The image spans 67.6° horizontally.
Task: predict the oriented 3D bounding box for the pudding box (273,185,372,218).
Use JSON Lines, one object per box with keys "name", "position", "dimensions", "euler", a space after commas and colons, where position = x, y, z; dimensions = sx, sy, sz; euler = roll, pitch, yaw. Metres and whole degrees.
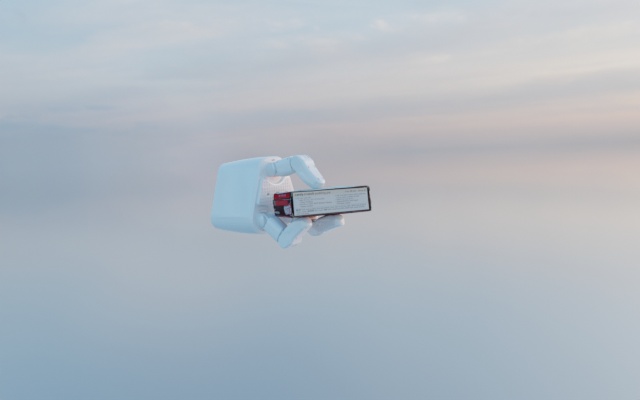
{"name": "pudding box", "position": [0.000, 0.002, 0.654], "dimensions": [0.113, 0.039, 0.090], "euler": [-7, 3, -20]}
